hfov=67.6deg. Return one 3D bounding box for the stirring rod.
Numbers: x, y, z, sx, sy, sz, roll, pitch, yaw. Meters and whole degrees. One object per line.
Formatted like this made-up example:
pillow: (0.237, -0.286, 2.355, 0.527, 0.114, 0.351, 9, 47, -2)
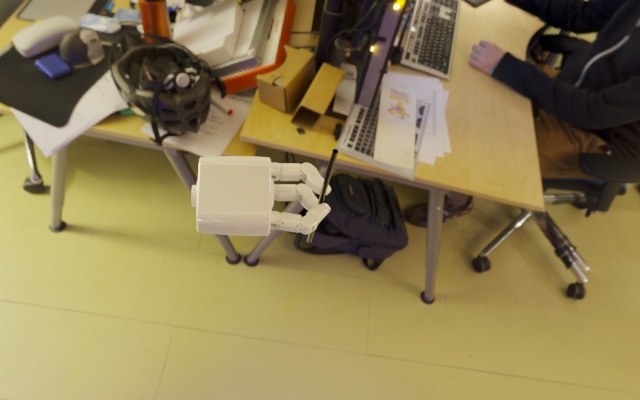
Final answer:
stirring rod: (0.000, 0.003, 0.733, 0.011, 0.011, 0.240, 0, -34, -11)
